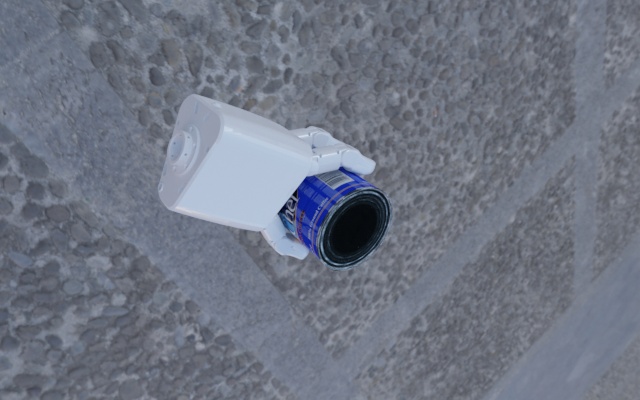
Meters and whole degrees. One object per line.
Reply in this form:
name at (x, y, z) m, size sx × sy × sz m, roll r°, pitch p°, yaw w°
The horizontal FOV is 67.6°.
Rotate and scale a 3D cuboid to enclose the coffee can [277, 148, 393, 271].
coffee can at (0.000, 0.002, 0.561) m, size 0.103 × 0.103 × 0.140 m, roll 0°, pitch 26°, yaw -39°
